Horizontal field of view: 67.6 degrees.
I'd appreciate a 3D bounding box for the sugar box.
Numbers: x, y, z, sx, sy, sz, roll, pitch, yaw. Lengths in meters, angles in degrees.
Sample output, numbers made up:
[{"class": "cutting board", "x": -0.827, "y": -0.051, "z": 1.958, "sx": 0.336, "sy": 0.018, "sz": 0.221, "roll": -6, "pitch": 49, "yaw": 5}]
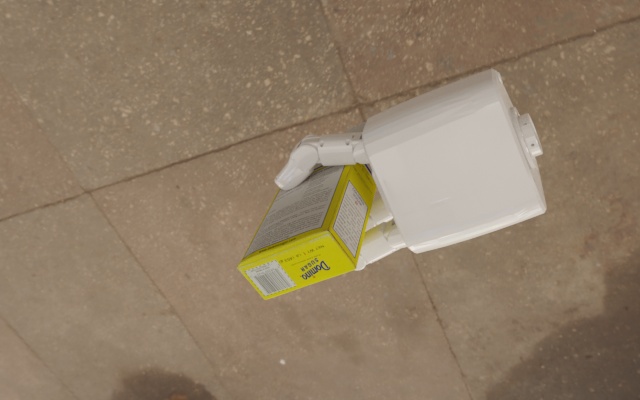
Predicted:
[{"class": "sugar box", "x": 0.000, "y": 0.002, "z": 0.425, "sx": 0.093, "sy": 0.048, "sz": 0.176, "roll": -23, "pitch": 24, "yaw": 30}]
